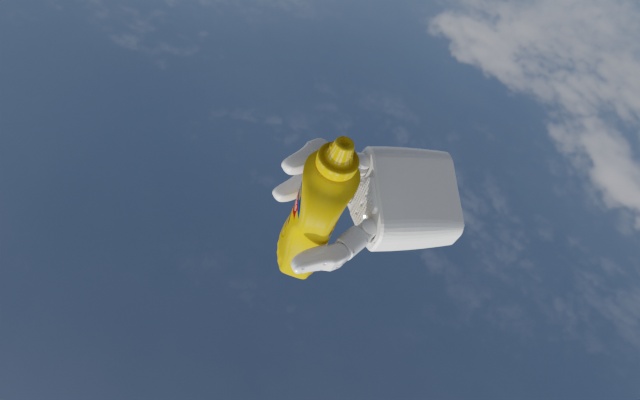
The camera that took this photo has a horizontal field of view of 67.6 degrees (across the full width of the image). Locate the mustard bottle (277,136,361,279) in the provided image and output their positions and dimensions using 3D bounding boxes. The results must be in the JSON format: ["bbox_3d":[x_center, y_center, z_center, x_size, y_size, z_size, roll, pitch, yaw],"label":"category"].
[{"bbox_3d":[0.000,0.002,0.507,0.058,0.096,0.192,20,-37,-3],"label":"mustard bottle"}]
